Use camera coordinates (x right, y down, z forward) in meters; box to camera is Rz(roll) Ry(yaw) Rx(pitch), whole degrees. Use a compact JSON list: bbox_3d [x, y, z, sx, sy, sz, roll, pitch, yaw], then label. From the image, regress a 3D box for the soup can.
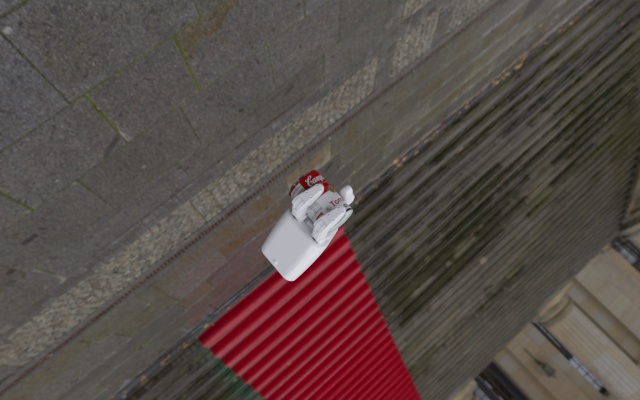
[{"bbox_3d":[0.001,0.003,0.860,0.068,0.102,0.068,-39,-15,-13],"label":"soup can"}]
